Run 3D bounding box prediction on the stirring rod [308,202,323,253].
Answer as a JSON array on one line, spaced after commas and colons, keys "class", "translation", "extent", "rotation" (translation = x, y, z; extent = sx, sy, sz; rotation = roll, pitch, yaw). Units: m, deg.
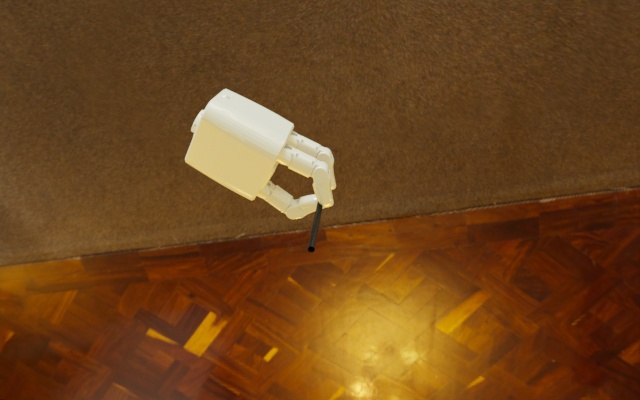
[{"class": "stirring rod", "translation": [0.000, 0.002, 0.633], "extent": [0.011, 0.011, 0.239], "rotation": [0, 26, 5]}]
